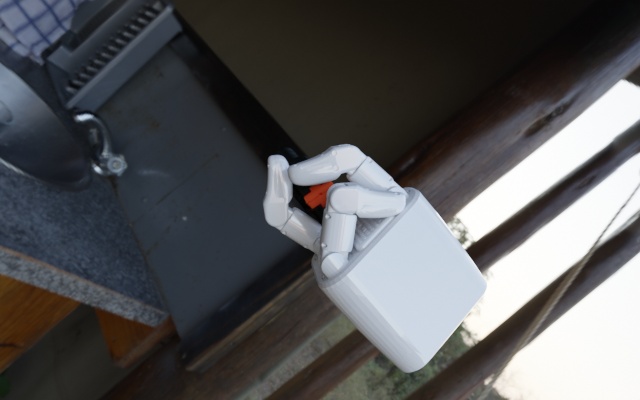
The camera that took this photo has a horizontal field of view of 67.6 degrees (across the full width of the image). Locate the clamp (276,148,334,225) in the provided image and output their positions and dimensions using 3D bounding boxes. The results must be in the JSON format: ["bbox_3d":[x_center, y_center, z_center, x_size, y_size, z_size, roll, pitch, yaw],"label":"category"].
[{"bbox_3d":[0.000,0.001,0.475,0.039,0.120,0.171,-41,12,1],"label":"clamp"}]
